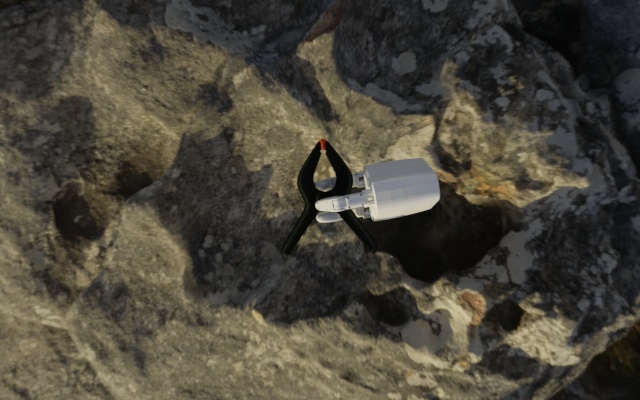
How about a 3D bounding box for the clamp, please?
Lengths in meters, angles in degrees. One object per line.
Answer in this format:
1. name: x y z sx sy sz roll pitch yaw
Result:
1. clamp: 0.000 0.002 0.814 0.164 0.210 0.036 -10 6 -1
